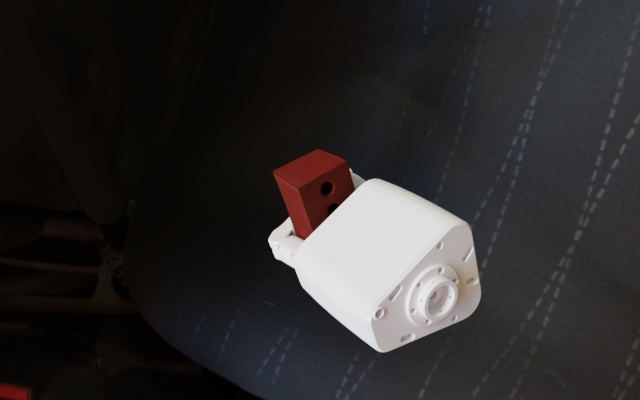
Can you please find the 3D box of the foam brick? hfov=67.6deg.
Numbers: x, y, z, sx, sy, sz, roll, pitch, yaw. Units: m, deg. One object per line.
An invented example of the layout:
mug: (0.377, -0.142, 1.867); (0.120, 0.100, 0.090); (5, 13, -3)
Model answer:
foam brick: (0.000, 0.001, 0.435); (0.053, 0.078, 0.051); (-29, 30, -19)
